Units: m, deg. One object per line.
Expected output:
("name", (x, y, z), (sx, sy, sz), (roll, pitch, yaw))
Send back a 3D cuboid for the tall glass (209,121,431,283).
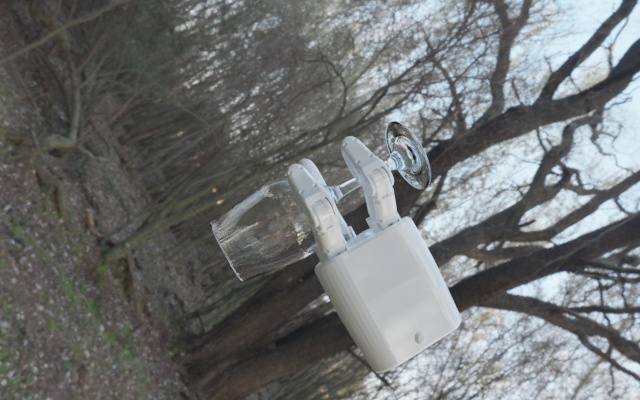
("tall glass", (0.001, 0.001, 0.449), (0.201, 0.079, 0.079), (-28, 6, -12))
